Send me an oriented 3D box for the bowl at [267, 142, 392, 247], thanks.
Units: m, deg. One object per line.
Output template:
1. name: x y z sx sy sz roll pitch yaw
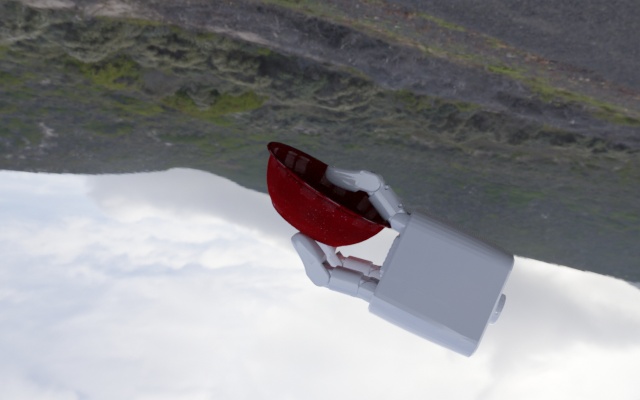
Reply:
1. bowl: -0.001 0.001 0.518 0.162 0.055 0.162 31 13 -8
